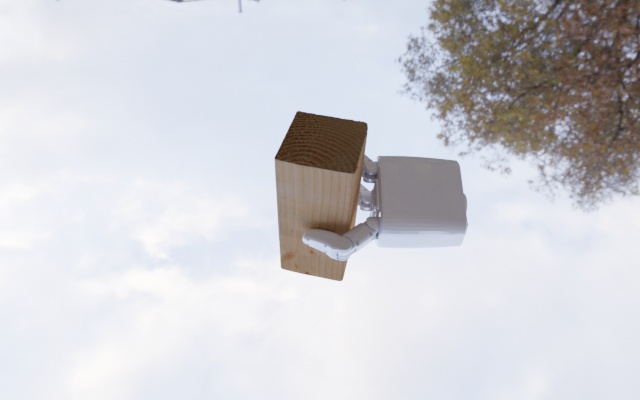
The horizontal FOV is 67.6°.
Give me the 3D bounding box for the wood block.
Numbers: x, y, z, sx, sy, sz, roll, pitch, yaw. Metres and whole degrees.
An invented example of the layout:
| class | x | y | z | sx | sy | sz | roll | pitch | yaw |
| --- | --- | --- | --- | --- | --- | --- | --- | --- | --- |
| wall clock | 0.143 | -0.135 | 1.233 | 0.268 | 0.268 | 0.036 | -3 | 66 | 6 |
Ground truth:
| class | x | y | z | sx | sy | sz | roll | pitch | yaw |
| --- | --- | --- | --- | --- | --- | --- | --- | --- | --- |
| wood block | 0.000 | 0.002 | 0.605 | 0.090 | 0.090 | 0.206 | 11 | -42 | 8 |
